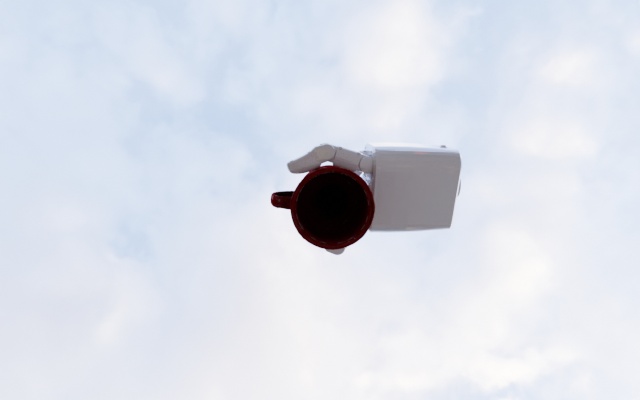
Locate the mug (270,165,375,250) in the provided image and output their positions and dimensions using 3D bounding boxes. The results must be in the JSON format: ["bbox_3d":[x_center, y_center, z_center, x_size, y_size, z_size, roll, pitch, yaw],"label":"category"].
[{"bbox_3d":[-0.001,0.002,0.560,0.117,0.093,0.081,1,10,-2],"label":"mug"}]
